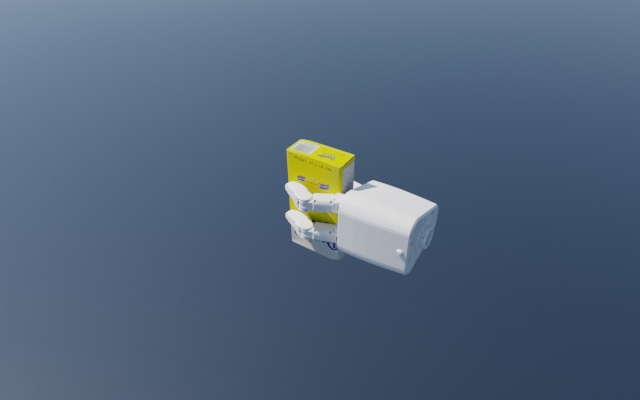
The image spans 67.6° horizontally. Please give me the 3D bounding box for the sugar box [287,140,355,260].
[{"bbox_3d":[0.000,0.003,0.715,0.093,0.176,0.048,21,40,27],"label":"sugar box"}]
